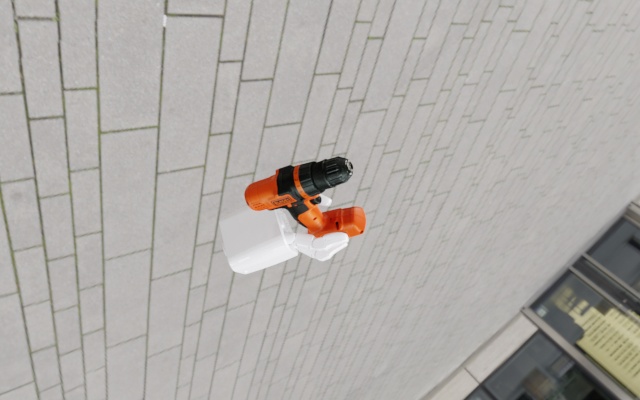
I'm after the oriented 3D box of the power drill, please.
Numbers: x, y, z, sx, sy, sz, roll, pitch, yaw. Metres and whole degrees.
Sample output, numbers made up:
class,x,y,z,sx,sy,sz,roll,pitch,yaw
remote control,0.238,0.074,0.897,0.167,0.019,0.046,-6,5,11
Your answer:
class,x,y,z,sx,sy,sz,roll,pitch,yaw
power drill,0.000,0.003,0.769,0.184,0.057,0.188,-15,-34,28
